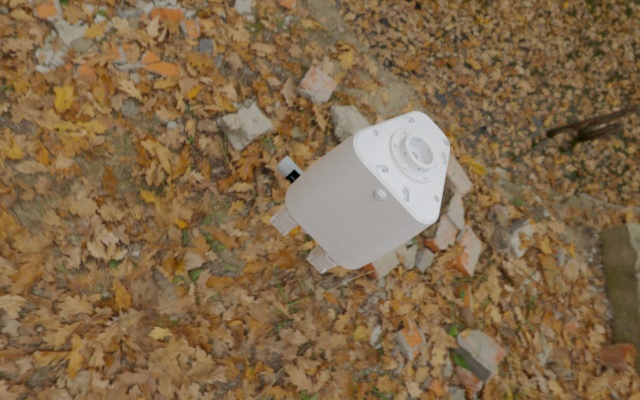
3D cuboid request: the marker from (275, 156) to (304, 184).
[{"bbox_3d":[0.000,0.002,0.512,0.020,0.121,0.020,-44,6,5],"label":"marker"}]
